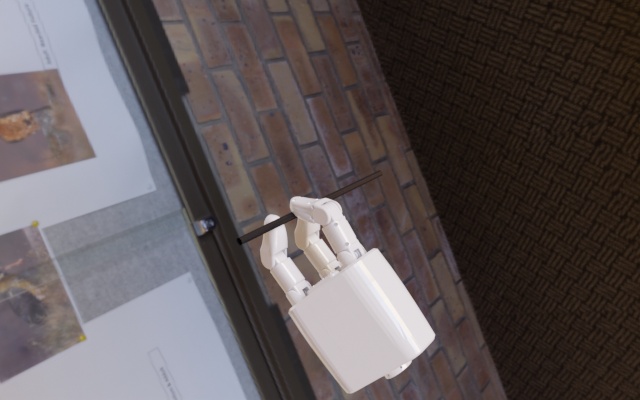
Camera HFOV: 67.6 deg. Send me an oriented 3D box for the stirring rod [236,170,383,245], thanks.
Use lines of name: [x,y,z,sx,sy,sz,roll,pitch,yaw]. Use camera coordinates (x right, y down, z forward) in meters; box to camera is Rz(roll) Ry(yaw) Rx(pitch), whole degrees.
stirring rod: [0.000,0.002,0.539,0.011,0.011,0.239,0,18,43]
